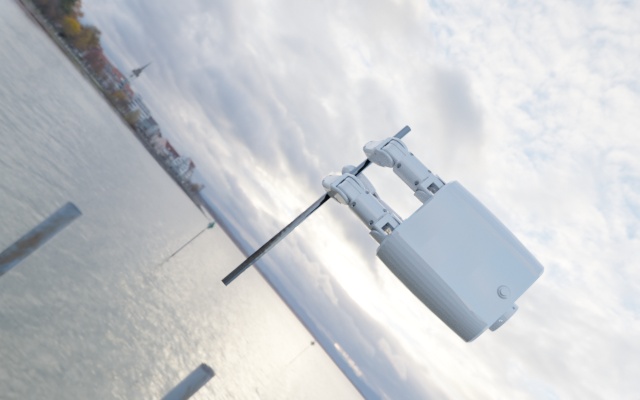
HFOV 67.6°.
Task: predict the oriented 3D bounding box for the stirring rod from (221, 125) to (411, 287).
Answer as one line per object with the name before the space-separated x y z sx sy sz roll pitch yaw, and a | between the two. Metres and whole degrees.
stirring rod | 0.000 0.002 0.468 0.239 0.011 0.011 -40 9 -11
